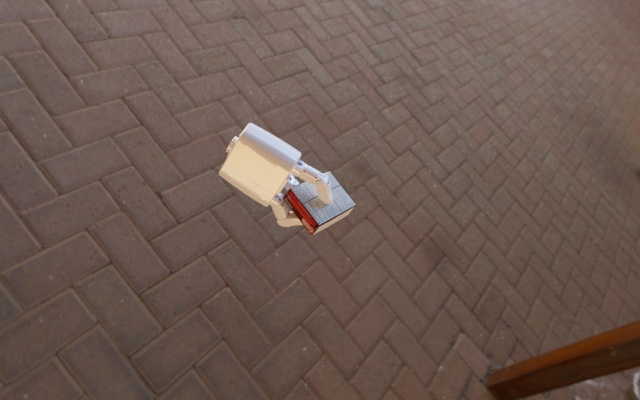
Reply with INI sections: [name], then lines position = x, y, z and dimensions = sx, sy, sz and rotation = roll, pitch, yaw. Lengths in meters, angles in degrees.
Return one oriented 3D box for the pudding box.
[pudding box]
position = 0.000, 0.003, 0.882
dimensions = 0.113, 0.090, 0.039
rotation = -27, -16, -40
